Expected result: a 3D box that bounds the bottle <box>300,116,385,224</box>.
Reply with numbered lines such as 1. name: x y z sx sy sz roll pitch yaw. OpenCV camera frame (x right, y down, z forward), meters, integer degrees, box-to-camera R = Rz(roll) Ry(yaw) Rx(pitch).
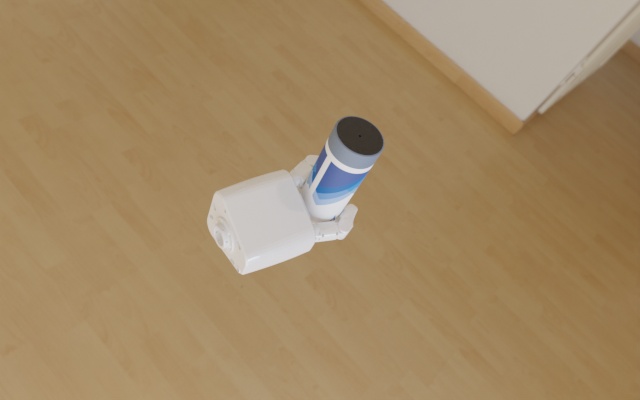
1. bottle: 0.000 0.002 0.695 0.069 0.069 0.296 0 -34 -23
